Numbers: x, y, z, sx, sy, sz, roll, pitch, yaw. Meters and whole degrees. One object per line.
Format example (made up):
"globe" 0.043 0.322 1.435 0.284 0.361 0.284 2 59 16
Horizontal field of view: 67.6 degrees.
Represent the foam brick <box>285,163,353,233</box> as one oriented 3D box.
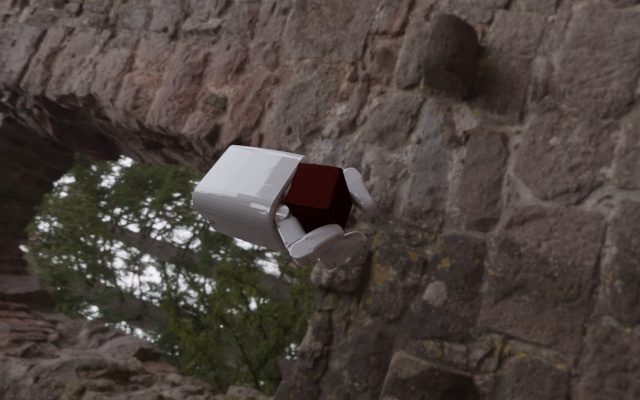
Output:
"foam brick" 0.000 0.002 0.531 0.051 0.053 0.078 11 -26 19
